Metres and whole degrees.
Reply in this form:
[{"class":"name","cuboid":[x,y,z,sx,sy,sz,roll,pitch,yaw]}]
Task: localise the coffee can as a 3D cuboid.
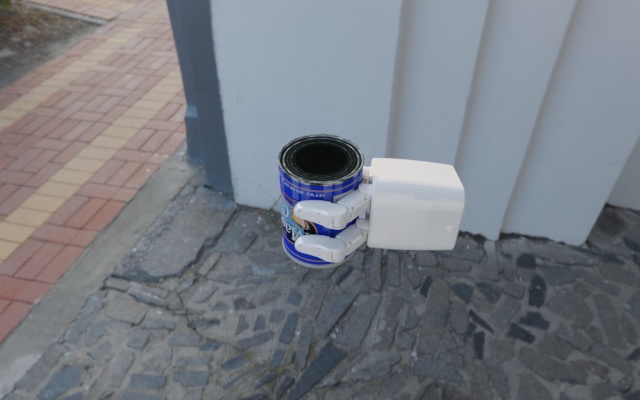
[{"class":"coffee can","cuboid":[0.000,0.002,0.606,0.103,0.140,0.102,0,41,0]}]
